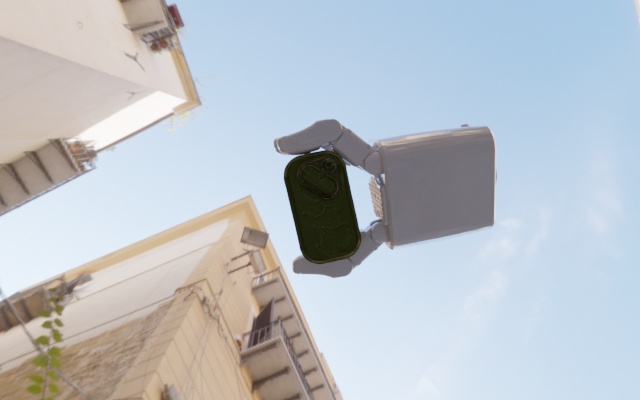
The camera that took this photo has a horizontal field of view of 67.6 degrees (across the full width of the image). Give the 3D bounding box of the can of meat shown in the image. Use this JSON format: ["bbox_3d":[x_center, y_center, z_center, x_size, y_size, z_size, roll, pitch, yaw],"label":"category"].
[{"bbox_3d":[0.000,0.002,0.471,0.057,0.102,0.084,-13,8,-1],"label":"can of meat"}]
